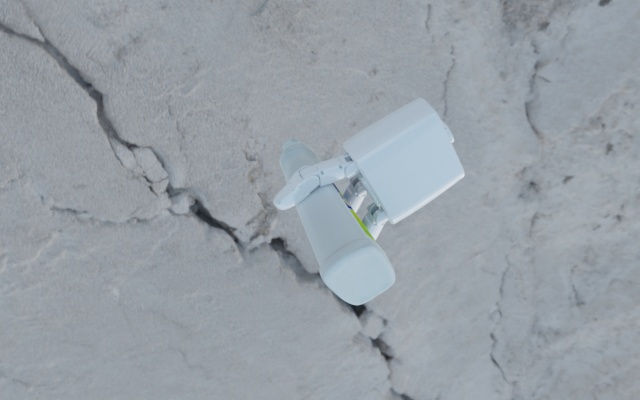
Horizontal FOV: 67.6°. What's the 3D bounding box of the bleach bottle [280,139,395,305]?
[{"bbox_3d":[0.000,0.002,0.583,0.068,0.250,0.103,-33,-42,5],"label":"bleach bottle"}]
